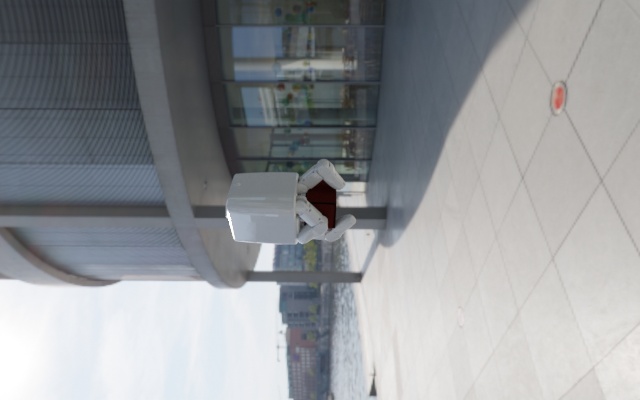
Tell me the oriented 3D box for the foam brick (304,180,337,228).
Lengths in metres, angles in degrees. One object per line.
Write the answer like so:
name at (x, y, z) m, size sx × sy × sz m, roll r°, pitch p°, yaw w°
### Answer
foam brick at (0.000, 0.003, 0.796) m, size 0.051 × 0.053 × 0.078 m, roll 2°, pitch 34°, yaw 0°
